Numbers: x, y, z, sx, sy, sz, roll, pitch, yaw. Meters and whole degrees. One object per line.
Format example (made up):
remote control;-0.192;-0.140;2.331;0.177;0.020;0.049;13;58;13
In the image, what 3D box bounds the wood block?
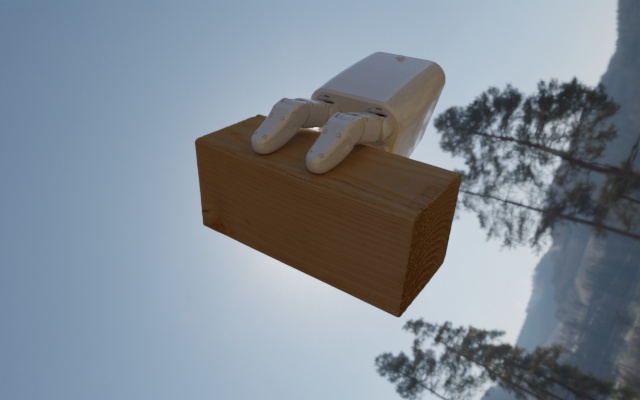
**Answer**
wood block;0.000;0.001;0.410;0.206;0.091;0.090;21;35;29
